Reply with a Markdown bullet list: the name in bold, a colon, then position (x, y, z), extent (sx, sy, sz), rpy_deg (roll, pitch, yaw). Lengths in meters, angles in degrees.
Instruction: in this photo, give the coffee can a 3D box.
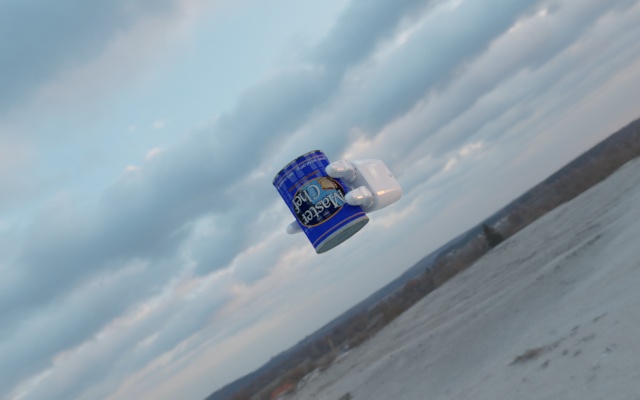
- **coffee can**: position (0.000, 0.003, 0.789), extent (0.103, 0.140, 0.103), rpy_deg (-32, -13, -8)
